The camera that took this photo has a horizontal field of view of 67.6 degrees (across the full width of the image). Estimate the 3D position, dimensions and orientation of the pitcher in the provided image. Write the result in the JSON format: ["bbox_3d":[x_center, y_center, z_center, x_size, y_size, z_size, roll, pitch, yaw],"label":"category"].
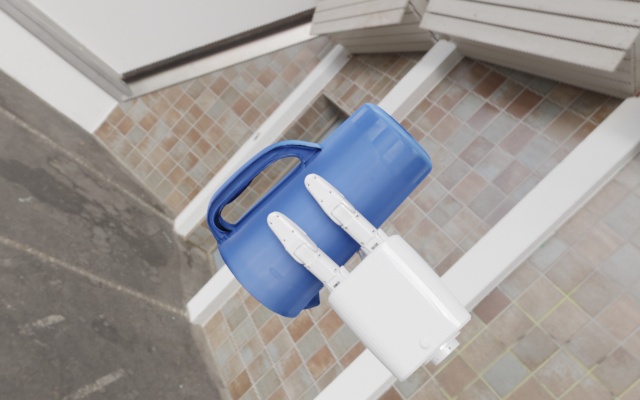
[{"bbox_3d":[0.000,0.002,0.548,0.145,0.243,0.149,48,8,24],"label":"pitcher"}]
